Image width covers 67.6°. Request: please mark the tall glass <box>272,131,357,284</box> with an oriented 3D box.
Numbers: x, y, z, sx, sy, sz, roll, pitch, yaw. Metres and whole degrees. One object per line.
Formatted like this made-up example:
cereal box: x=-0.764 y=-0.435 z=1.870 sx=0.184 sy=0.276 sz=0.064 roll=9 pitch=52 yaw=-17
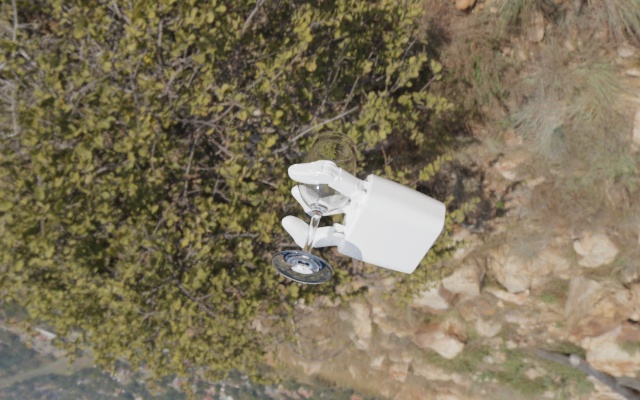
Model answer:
tall glass: x=0.000 y=0.002 z=0.620 sx=0.079 sy=0.201 sz=0.079 roll=10 pitch=-35 yaw=7
